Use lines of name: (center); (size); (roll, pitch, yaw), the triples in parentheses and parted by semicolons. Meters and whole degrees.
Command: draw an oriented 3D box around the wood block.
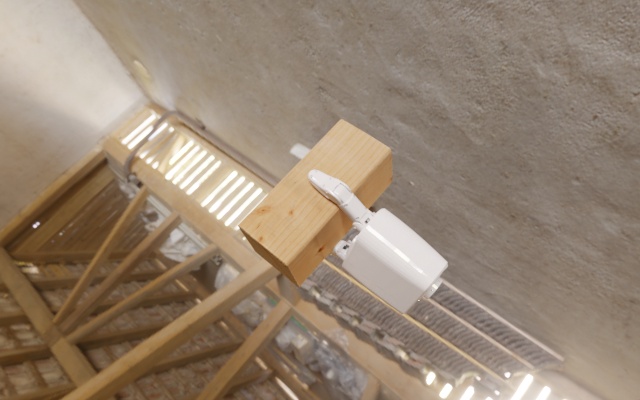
wood block: (0.000, 0.002, 0.651); (0.090, 0.206, 0.091); (36, -17, 24)
